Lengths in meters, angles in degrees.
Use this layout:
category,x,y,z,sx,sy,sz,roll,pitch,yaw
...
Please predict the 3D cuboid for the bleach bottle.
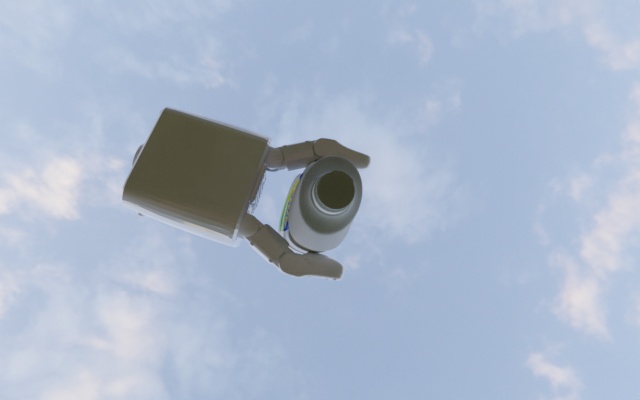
category,x,y,z,sx,sy,sz,roll,pitch,yaw
bleach bottle,0.000,0.002,0.465,0.068,0.102,0.251,18,-9,-4
